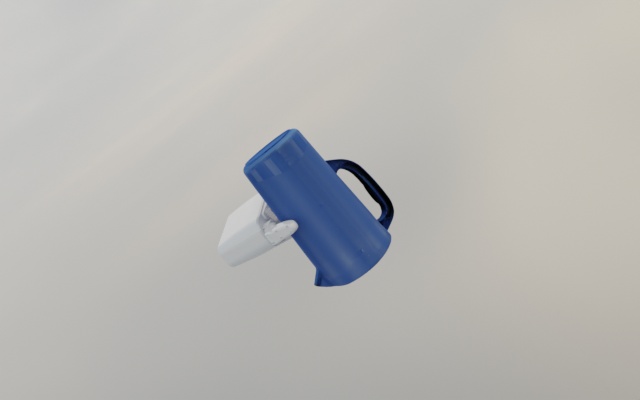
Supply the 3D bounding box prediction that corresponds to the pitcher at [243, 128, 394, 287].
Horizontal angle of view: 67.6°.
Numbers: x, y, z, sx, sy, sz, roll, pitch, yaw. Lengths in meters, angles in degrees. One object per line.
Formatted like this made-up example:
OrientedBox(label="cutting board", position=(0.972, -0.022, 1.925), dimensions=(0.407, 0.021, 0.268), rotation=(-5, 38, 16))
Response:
OrientedBox(label="pitcher", position=(0.000, 0.003, 0.762), dimensions=(0.145, 0.243, 0.149), rotation=(-31, 15, 30))
